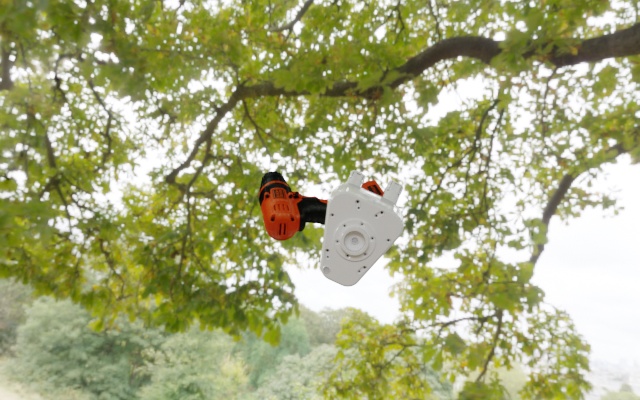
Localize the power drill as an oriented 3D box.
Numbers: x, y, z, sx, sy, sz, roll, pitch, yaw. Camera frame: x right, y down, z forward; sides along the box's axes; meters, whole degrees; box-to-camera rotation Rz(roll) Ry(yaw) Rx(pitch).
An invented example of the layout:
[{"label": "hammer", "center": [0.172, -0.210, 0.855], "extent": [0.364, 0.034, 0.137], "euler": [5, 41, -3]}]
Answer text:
[{"label": "power drill", "center": [0.001, 0.002, 0.731], "extent": [0.187, 0.057, 0.184], "euler": [-1, 26, -10]}]
